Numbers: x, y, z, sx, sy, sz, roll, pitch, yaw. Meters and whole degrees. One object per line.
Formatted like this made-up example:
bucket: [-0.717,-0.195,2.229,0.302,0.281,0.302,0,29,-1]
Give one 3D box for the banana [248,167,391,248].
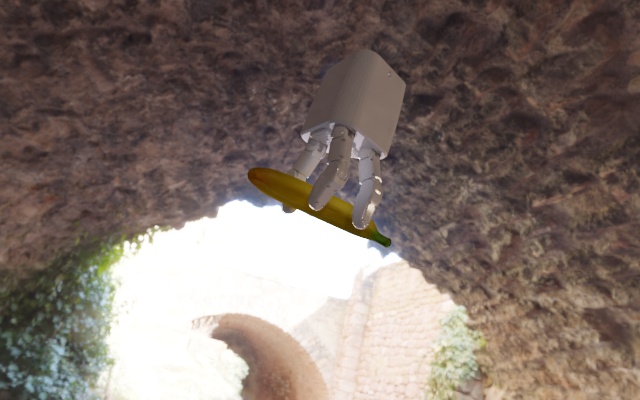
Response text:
banana: [-0.003,0.003,0.594,0.198,0.037,0.069,25,-7,-17]
